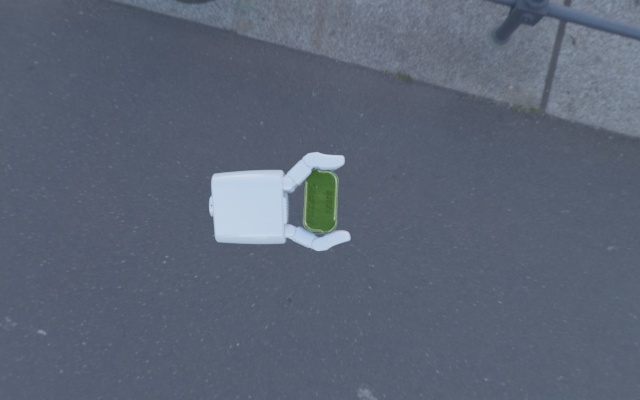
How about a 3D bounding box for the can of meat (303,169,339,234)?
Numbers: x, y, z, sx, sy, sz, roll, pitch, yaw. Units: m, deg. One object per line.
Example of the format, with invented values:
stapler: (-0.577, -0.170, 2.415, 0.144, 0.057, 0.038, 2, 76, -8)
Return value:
can of meat: (0.000, 0.003, 0.757, 0.057, 0.102, 0.084, 2, -3, 0)
